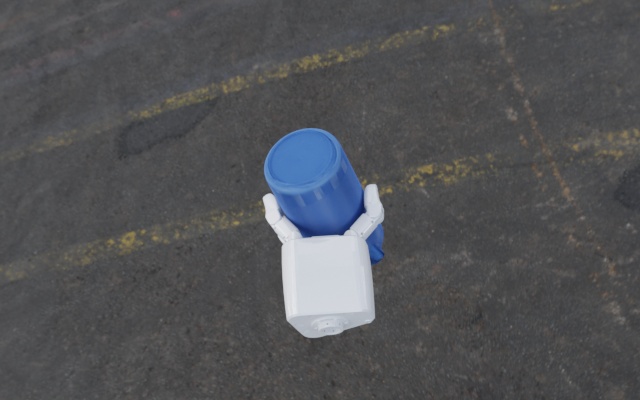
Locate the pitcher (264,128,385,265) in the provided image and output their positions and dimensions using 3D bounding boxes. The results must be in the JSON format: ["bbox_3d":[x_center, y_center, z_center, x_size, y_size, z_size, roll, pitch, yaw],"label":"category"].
[{"bbox_3d":[0.000,0.002,0.718,0.149,0.145,0.243,-12,-35,12],"label":"pitcher"}]
